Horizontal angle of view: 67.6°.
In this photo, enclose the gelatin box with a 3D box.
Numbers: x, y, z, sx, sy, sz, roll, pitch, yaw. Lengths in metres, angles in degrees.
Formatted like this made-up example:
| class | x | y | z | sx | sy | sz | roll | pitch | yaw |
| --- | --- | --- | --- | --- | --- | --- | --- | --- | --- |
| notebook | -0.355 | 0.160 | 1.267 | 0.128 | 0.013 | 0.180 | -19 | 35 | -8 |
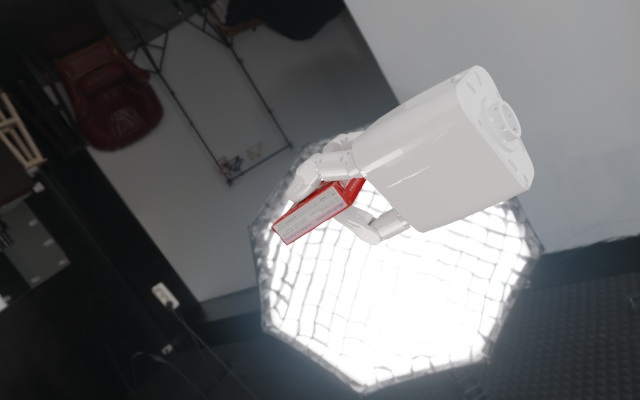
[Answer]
| class | x | y | z | sx | sy | sz | roll | pitch | yaw |
| --- | --- | --- | --- | --- | --- | --- | --- | --- | --- |
| gelatin box | 0.000 | 0.002 | 0.490 | 0.089 | 0.030 | 0.073 | -35 | 7 | 27 |
